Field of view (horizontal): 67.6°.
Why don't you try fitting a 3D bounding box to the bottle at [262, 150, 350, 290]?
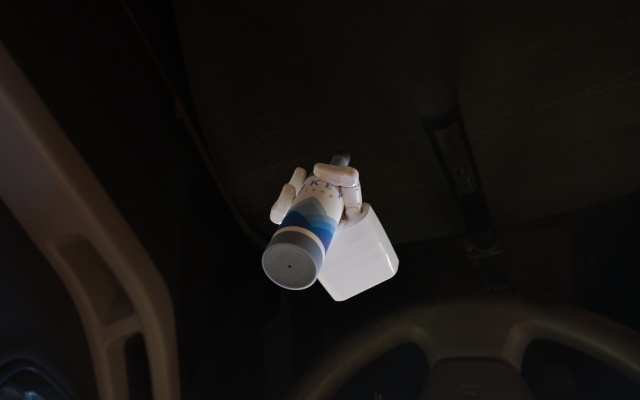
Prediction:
[{"bbox_3d":[0.000,0.002,0.660,0.069,0.069,0.295,0,30,16],"label":"bottle"}]
